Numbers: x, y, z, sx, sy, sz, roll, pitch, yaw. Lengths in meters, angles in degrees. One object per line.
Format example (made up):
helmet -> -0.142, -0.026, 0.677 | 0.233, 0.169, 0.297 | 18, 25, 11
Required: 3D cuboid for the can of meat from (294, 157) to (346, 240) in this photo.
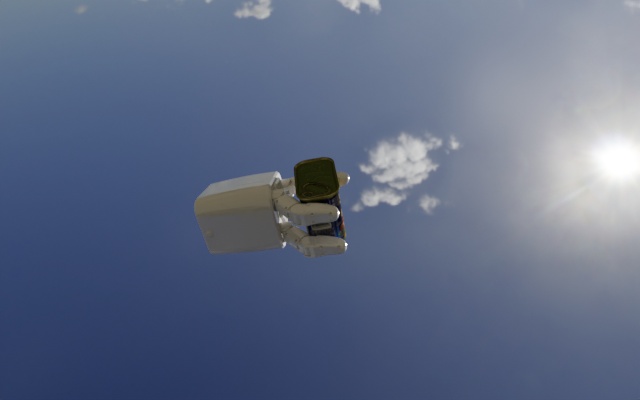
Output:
can of meat -> 0.000, 0.002, 0.657 | 0.057, 0.084, 0.102 | -10, 33, 1
